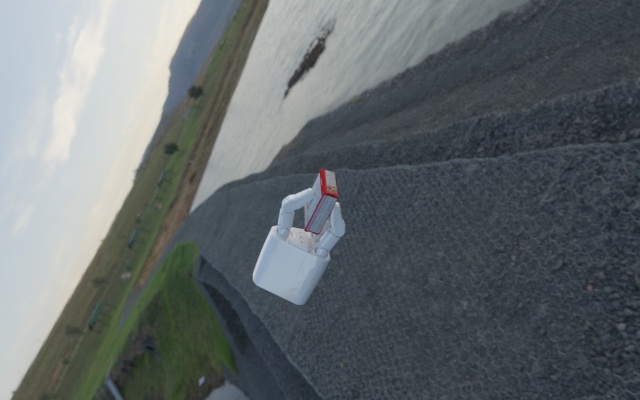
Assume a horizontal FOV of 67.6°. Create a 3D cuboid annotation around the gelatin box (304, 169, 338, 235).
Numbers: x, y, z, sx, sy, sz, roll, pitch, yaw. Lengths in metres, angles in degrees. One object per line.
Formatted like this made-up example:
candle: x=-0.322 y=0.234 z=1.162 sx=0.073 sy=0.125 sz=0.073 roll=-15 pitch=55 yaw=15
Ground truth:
gelatin box: x=0.000 y=0.002 z=0.816 sx=0.030 sy=0.089 sz=0.073 roll=16 pitch=35 yaw=-14
